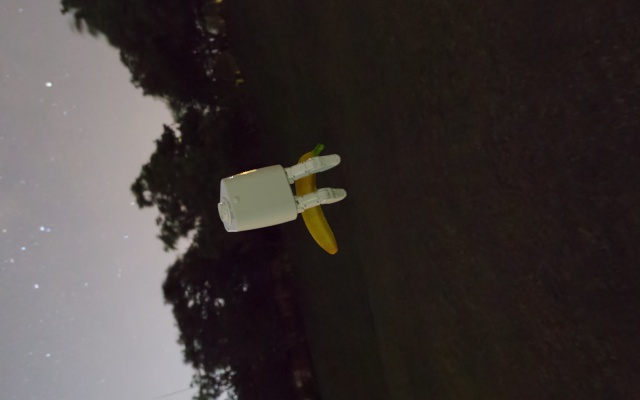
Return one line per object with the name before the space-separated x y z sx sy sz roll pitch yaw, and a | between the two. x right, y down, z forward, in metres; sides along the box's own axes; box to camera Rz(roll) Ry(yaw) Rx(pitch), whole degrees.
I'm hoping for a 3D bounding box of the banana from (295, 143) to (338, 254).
banana | -0.012 0.000 0.862 0.037 0.198 0.069 -12 5 -39
